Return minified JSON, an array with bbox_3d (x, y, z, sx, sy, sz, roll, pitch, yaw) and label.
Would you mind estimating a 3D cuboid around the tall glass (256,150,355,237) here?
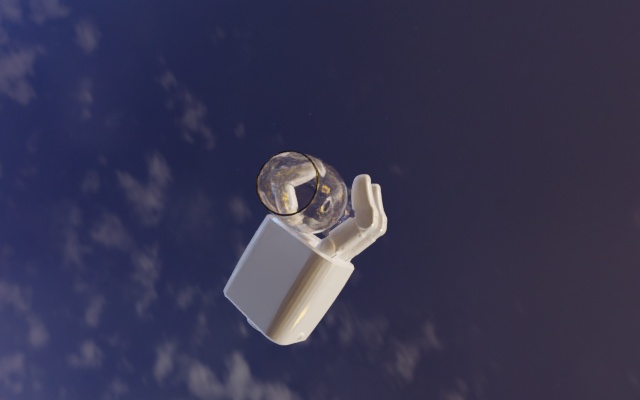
[{"bbox_3d":[0.000,0.002,0.527,0.079,0.079,0.201,0,-11,18],"label":"tall glass"}]
